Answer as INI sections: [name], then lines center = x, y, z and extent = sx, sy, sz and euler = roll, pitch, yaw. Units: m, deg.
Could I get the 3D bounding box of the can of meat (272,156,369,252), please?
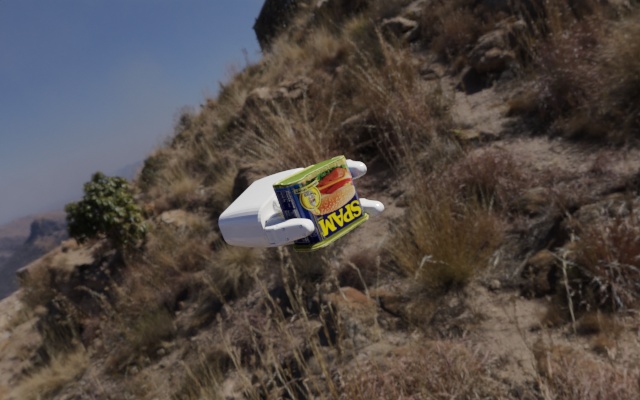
[can of meat]
center = 0.000, 0.002, 0.574
extent = 0.102, 0.084, 0.057
euler = -29, 14, -37
